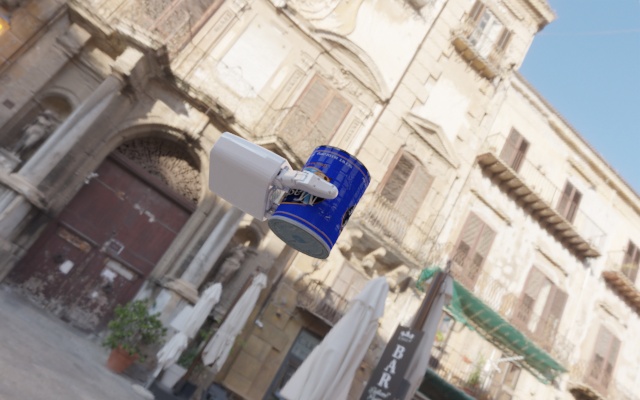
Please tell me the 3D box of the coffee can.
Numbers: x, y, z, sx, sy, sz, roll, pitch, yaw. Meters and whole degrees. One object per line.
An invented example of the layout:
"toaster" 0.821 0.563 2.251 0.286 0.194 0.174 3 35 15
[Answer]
"coffee can" 0.000 0.003 0.720 0.103 0.140 0.103 26 -23 12
